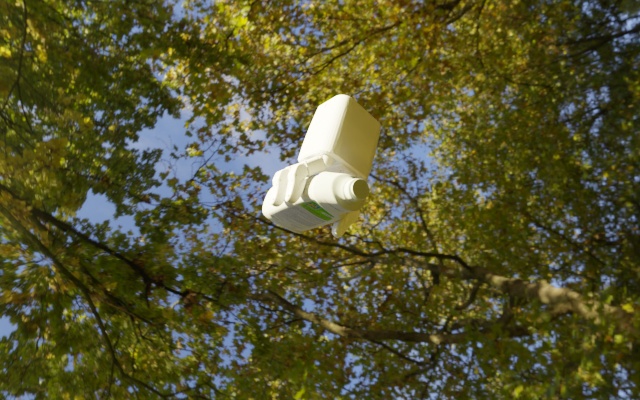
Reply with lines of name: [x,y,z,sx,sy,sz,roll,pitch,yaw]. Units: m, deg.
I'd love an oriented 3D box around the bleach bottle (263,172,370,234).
bleach bottle: [0.000,0.002,0.757,0.102,0.068,0.251,27,-19,-24]
